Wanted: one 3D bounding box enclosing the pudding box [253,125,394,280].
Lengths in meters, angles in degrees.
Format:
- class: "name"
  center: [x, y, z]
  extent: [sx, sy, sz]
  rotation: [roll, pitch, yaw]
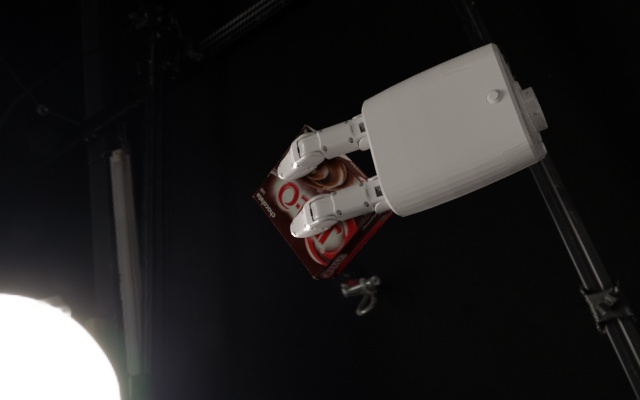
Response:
- class: "pudding box"
  center: [0.000, 0.001, 0.436]
  extent: [0.039, 0.090, 0.113]
  rotation: [14, 30, -53]
